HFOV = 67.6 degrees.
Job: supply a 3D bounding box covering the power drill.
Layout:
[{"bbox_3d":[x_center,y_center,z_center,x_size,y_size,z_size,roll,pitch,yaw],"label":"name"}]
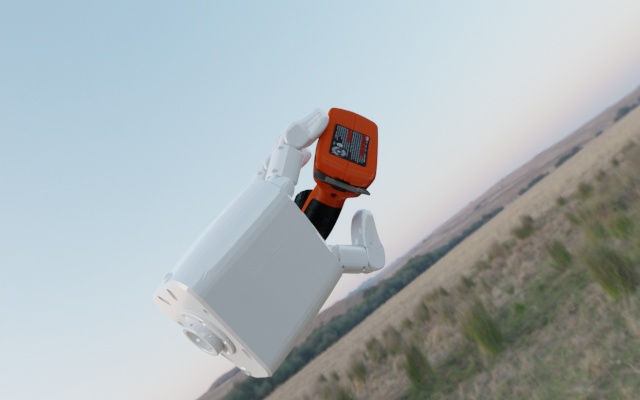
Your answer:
[{"bbox_3d":[0.000,0.001,0.498,0.057,0.188,0.184,18,39,-7],"label":"power drill"}]
